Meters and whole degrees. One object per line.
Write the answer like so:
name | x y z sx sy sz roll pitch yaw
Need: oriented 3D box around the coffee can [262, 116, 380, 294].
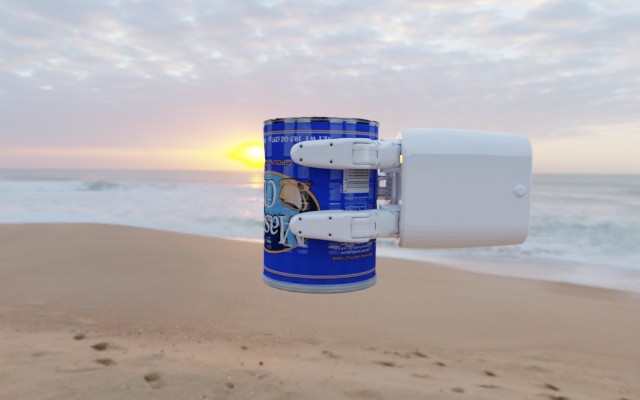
coffee can | 0.000 0.002 0.424 0.103 0.140 0.103 1 4 0
